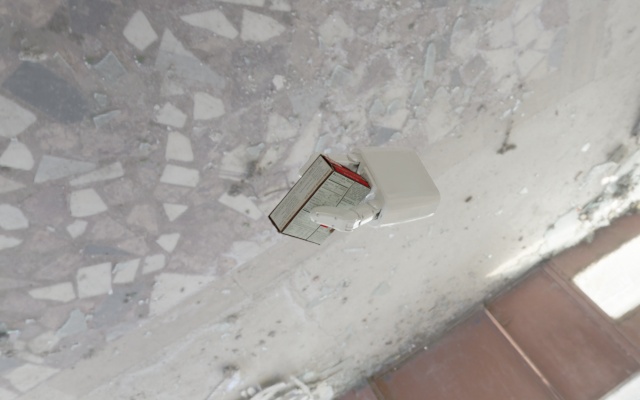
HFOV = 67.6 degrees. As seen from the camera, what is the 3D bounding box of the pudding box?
[{"bbox_3d":[0.000,0.002,0.628,0.090,0.113,0.039,23,22,-49],"label":"pudding box"}]
